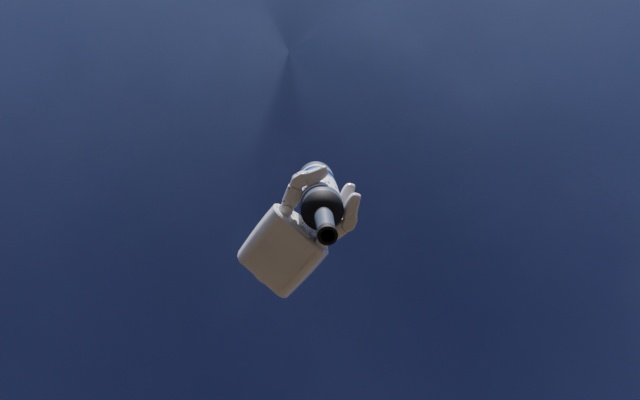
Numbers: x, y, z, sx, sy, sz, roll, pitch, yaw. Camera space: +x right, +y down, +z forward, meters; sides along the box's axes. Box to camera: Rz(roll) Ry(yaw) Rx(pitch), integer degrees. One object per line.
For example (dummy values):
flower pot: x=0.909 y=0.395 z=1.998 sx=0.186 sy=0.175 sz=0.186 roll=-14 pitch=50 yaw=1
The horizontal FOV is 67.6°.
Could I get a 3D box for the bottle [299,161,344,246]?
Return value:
bottle: x=0.000 y=0.002 z=0.758 sx=0.069 sy=0.069 sz=0.295 roll=0 pitch=17 yaw=-4
